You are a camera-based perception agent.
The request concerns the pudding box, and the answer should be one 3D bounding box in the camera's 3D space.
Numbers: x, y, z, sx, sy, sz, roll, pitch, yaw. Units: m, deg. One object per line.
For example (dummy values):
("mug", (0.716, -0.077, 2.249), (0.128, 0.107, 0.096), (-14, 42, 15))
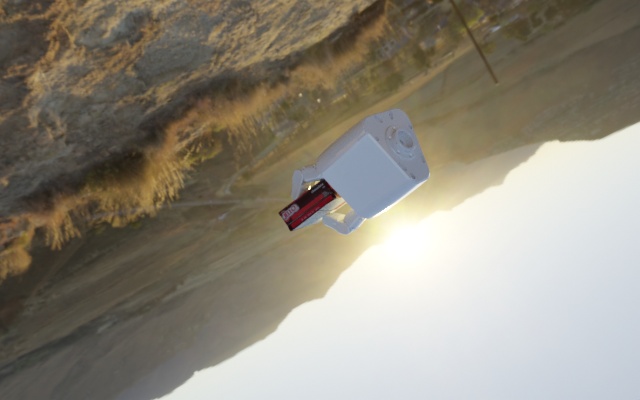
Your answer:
("pudding box", (0.000, 0.002, 0.720), (0.090, 0.039, 0.113), (-36, -10, 20))
